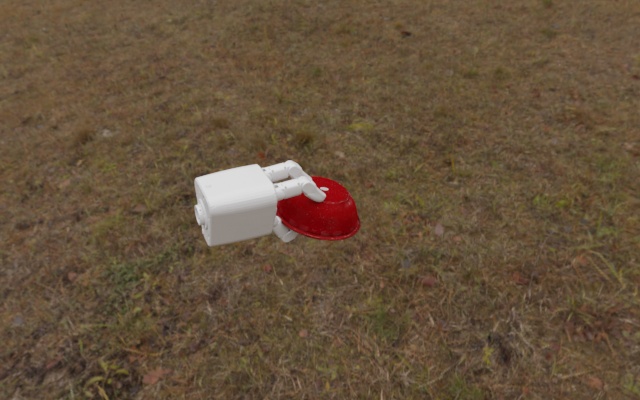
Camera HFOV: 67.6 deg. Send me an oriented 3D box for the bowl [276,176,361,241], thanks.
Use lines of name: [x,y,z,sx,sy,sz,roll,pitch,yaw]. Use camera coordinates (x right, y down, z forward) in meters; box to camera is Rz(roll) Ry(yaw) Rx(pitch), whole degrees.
bowl: [0.001,0.002,0.849,0.162,0.055,0.162,12,29,-7]
